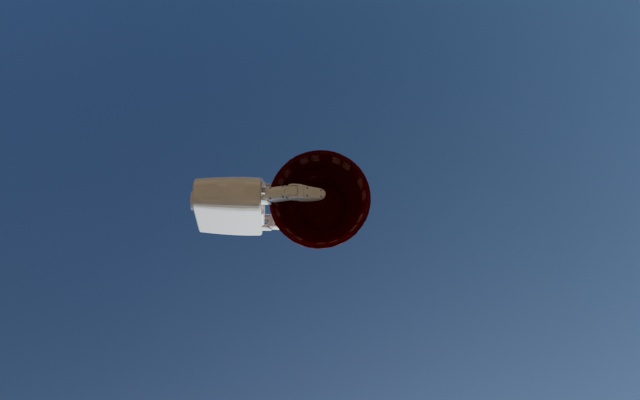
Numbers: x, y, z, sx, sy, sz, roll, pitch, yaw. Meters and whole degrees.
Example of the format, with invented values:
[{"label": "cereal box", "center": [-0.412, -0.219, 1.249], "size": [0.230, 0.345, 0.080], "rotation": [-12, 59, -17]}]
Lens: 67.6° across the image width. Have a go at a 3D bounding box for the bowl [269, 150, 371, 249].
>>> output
[{"label": "bowl", "center": [0.001, 0.003, 0.777], "size": [0.162, 0.162, 0.055], "rotation": [0, -15, 4]}]
